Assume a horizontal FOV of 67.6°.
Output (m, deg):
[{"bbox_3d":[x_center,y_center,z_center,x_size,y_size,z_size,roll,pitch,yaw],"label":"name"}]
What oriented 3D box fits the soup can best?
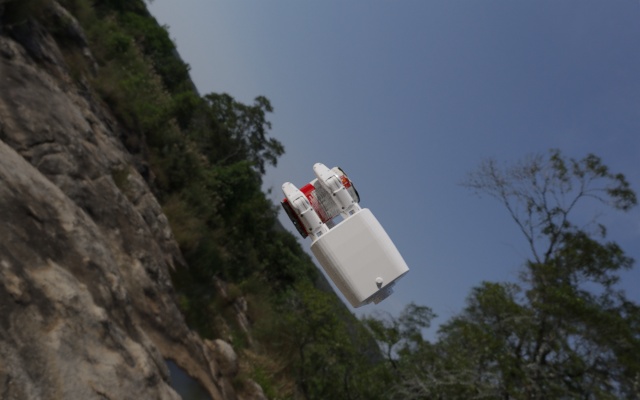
[{"bbox_3d":[0.000,0.002,0.723,0.102,0.068,0.068,-33,5,-8],"label":"soup can"}]
